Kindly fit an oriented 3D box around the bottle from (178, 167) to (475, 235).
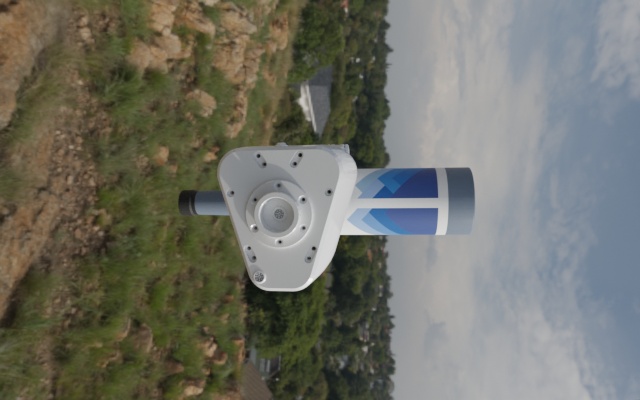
[{"bbox_3d":[0.000,0.002,0.488,0.296,0.069,0.069,0,0,7],"label":"bottle"}]
